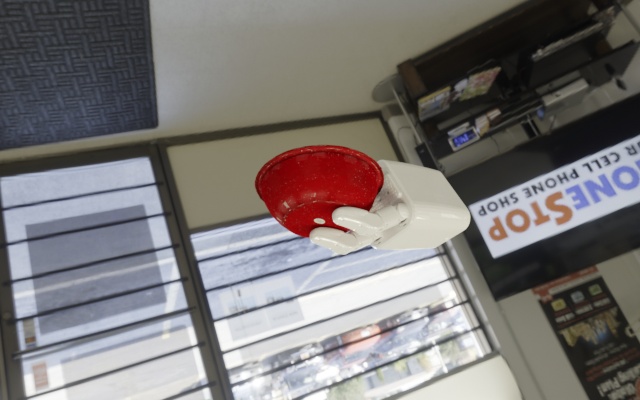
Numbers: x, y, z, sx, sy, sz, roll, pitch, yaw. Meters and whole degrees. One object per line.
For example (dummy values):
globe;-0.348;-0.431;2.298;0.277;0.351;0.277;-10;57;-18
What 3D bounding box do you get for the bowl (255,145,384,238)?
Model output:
bowl;-0.001;0.002;0.585;0.162;0.055;0.162;-2;-31;-1
